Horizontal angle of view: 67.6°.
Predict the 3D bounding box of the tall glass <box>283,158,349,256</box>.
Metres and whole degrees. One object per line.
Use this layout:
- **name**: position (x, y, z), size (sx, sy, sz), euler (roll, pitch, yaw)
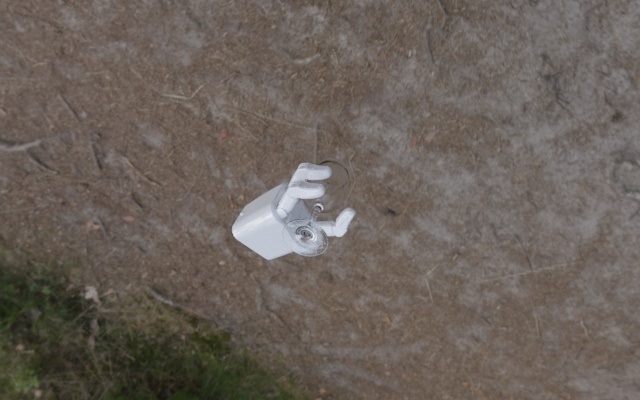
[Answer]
- **tall glass**: position (0.000, 0.003, 0.819), size (0.079, 0.079, 0.201), euler (0, 35, 18)
